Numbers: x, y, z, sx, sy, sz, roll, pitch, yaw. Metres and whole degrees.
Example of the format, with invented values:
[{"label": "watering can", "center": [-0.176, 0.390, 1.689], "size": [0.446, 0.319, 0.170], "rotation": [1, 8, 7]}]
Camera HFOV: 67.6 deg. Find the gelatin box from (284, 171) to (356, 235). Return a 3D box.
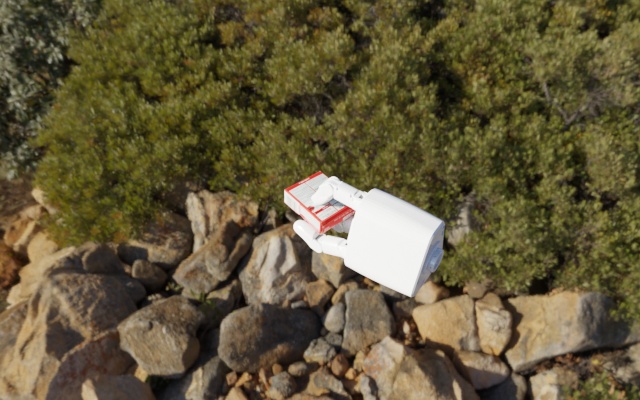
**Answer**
[{"label": "gelatin box", "center": [0.000, 0.002, 0.722], "size": [0.073, 0.030, 0.089], "rotation": [-30, 55, -30]}]
